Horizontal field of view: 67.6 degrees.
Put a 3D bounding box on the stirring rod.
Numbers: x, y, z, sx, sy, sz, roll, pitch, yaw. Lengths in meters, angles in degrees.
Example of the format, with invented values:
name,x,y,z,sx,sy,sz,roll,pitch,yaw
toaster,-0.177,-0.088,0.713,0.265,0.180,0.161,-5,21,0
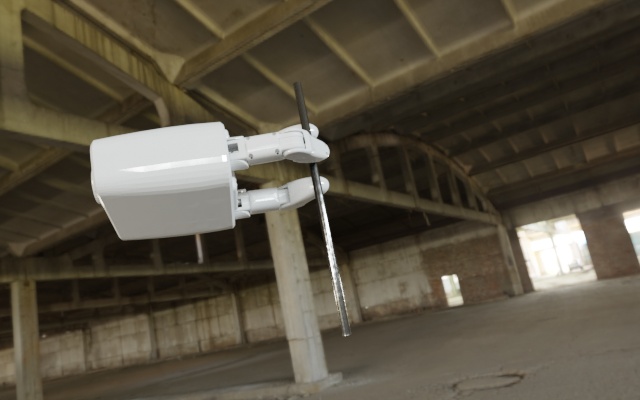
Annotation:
name,x,y,z,sx,sy,sz,roll,pitch,yaw
stirring rod,0.000,0.002,0.439,0.011,0.239,0.011,-11,-12,-2
